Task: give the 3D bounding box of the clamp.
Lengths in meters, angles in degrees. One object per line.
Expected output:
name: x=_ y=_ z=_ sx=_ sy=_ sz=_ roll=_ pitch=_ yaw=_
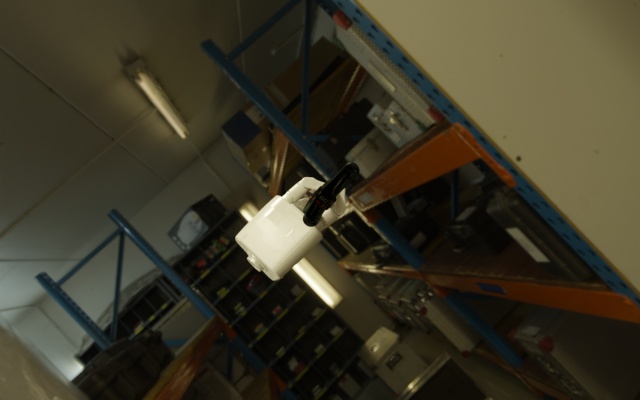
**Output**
clamp: x=0.000 y=0.002 z=0.783 sx=0.120 sy=0.039 sz=0.171 roll=-44 pitch=0 yaw=-18
